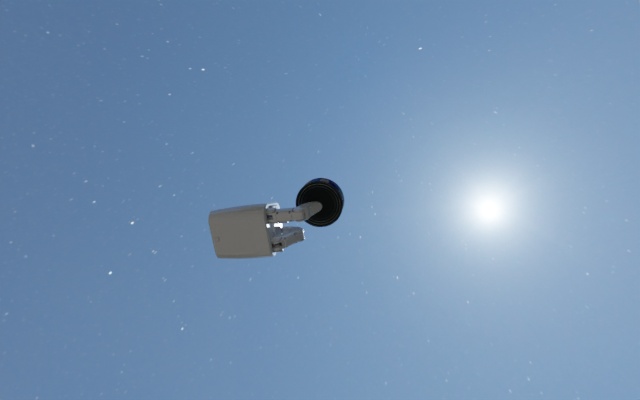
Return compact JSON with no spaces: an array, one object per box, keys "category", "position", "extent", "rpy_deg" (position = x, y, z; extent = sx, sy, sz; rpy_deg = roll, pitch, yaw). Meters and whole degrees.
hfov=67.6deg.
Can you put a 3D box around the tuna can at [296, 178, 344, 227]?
[{"category":"tuna can","position":[0.000,0.003,0.867],"extent":[0.086,0.086,0.033],"rpy_deg":[0,16,10]}]
